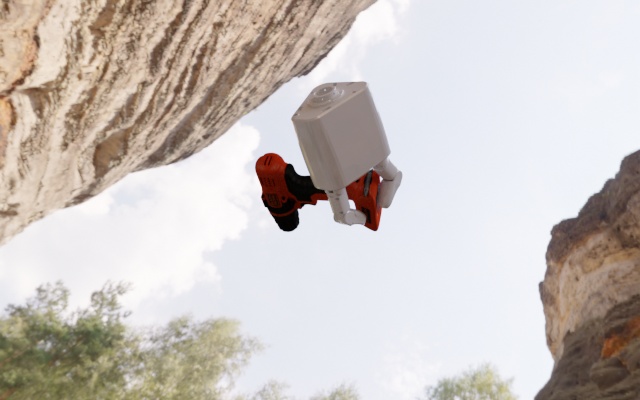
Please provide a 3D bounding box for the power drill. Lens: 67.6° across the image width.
[{"bbox_3d":[0.001,0.002,0.748,0.187,0.057,0.185,5,-32,13],"label":"power drill"}]
